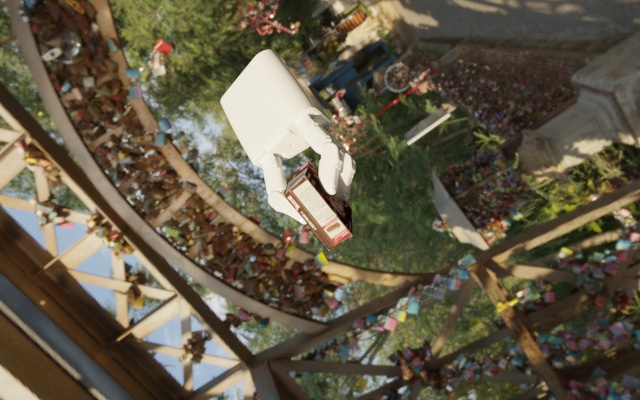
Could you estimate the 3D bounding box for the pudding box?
[{"bbox_3d":[0.000,0.002,0.594,0.039,0.090,0.113,-37,10,14],"label":"pudding box"}]
